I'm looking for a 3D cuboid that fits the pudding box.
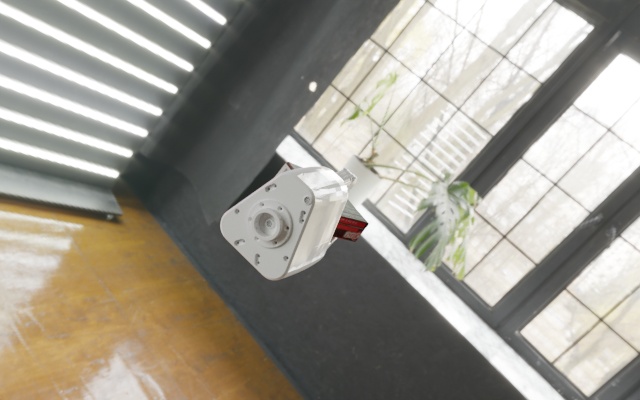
[{"bbox_3d":[0.000,0.002,0.638,0.090,0.039,0.113,18,28,-47],"label":"pudding box"}]
